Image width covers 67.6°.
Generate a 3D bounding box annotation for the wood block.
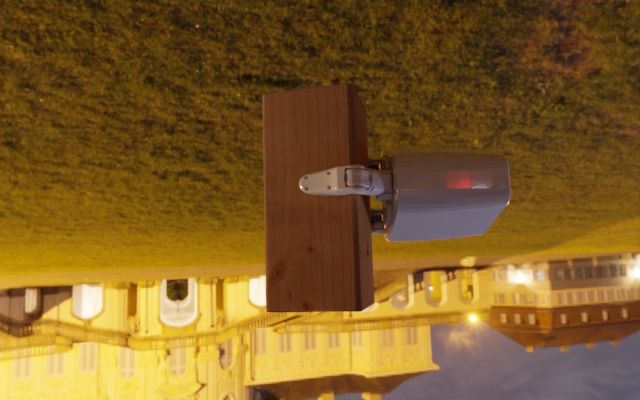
[{"bbox_3d":[0.000,0.002,0.474,0.090,0.206,0.091,-4,-8,14],"label":"wood block"}]
